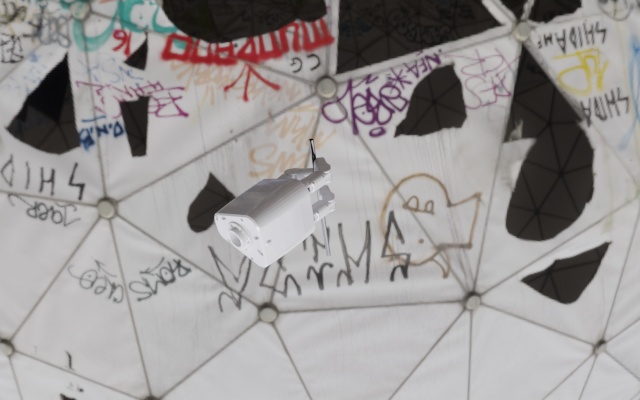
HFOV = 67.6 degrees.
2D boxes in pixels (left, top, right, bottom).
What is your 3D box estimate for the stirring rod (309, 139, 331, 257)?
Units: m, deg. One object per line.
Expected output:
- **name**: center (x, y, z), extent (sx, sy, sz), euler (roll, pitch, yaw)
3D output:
- **stirring rod**: center (0.000, 0.003, 0.826), extent (0.011, 0.240, 0.011), euler (-6, 33, 4)
